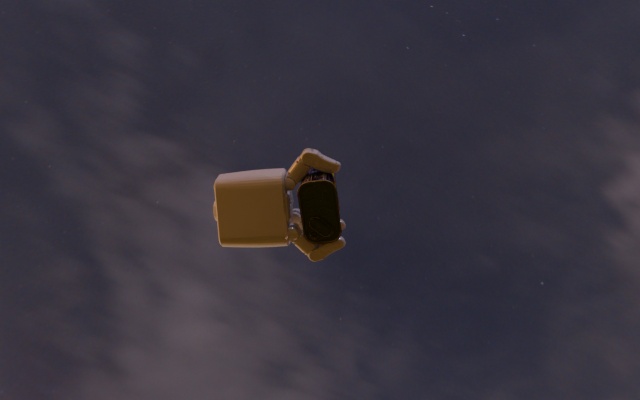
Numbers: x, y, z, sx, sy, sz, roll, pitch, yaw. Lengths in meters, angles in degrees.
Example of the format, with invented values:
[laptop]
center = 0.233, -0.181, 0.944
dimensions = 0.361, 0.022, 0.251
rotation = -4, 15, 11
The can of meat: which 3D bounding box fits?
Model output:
[can of meat]
center = 0.000, 0.002, 0.733
dimensions = 0.057, 0.102, 0.084
rotation = -6, 23, 4
